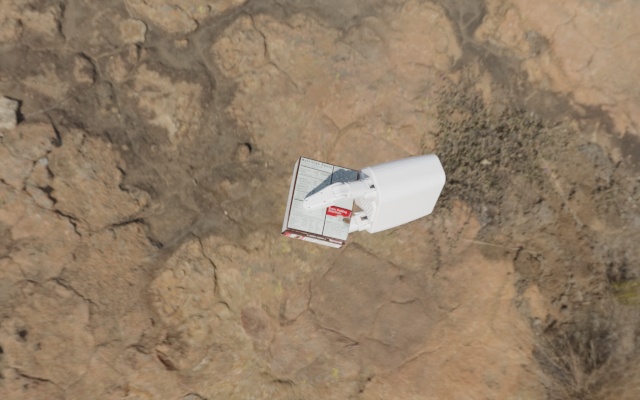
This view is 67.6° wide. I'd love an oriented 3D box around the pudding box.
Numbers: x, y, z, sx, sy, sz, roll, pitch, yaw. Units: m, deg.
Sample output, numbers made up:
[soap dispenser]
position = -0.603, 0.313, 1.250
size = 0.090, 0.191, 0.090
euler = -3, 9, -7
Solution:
[pudding box]
position = 0.000, 0.002, 0.672
size = 0.090, 0.113, 0.039
euler = 13, -21, -9
